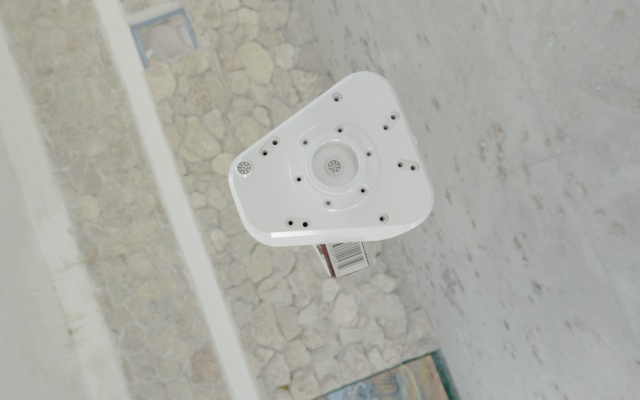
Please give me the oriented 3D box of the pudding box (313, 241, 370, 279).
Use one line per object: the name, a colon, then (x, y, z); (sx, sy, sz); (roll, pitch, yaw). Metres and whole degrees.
pudding box: (0.000, 0.001, 0.432); (0.039, 0.113, 0.090); (-20, 24, -8)
